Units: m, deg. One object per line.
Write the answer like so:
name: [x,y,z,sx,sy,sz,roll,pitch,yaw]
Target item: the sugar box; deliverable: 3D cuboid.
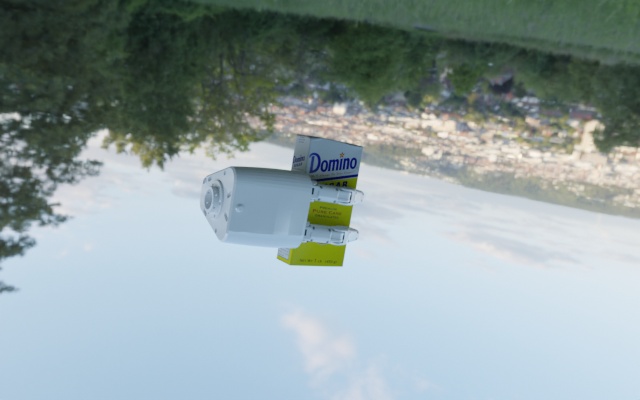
sugar box: [0.000,0.002,0.669,0.093,0.176,0.048,6,8,-35]
